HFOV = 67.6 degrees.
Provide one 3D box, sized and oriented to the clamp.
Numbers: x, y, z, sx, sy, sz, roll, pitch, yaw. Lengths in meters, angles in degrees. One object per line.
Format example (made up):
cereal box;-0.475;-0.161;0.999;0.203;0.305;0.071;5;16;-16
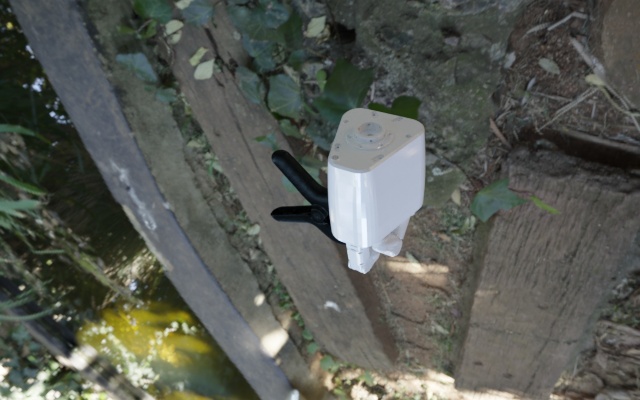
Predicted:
clamp;0.000;0.003;0.622;0.171;0.120;0.039;18;49;25
